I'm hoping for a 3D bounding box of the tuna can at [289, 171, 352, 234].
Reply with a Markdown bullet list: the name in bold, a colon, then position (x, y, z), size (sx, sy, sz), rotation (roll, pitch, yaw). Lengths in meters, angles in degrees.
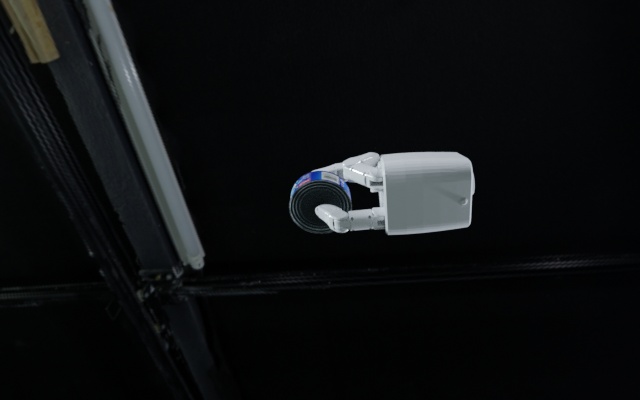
- **tuna can**: position (0.000, 0.002, 0.664), size (0.086, 0.086, 0.033), rotation (0, 31, 0)
